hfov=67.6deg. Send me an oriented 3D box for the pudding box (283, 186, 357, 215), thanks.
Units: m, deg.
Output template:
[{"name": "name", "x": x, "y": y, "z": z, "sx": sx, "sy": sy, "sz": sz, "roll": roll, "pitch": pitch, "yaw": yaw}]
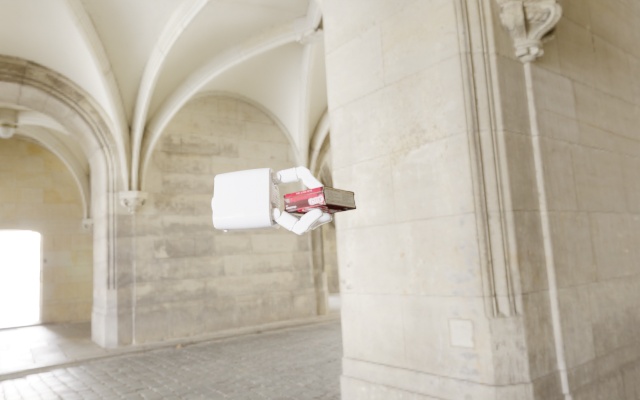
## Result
[{"name": "pudding box", "x": 0.000, "y": 0.003, "z": 0.879, "sx": 0.090, "sy": 0.039, "sz": 0.113, "roll": -10, "pitch": -9, "yaw": 33}]
